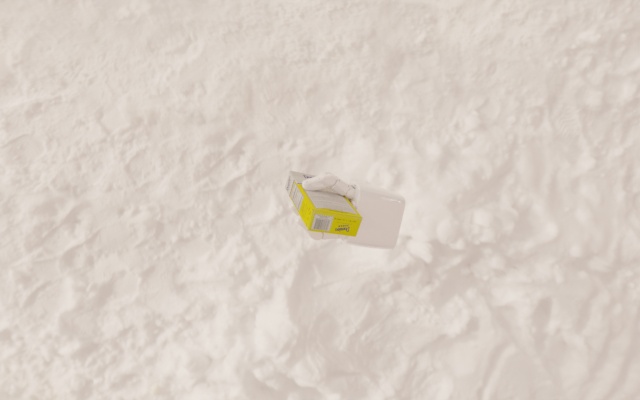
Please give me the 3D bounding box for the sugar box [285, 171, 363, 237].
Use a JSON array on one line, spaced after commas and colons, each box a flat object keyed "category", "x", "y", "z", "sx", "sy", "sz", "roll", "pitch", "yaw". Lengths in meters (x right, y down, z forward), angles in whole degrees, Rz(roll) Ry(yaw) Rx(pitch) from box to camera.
[{"category": "sugar box", "x": 0.000, "y": 0.003, "z": 0.874, "sx": 0.093, "sy": 0.048, "sz": 0.176, "roll": 10, "pitch": 19, "yaw": -22}]
